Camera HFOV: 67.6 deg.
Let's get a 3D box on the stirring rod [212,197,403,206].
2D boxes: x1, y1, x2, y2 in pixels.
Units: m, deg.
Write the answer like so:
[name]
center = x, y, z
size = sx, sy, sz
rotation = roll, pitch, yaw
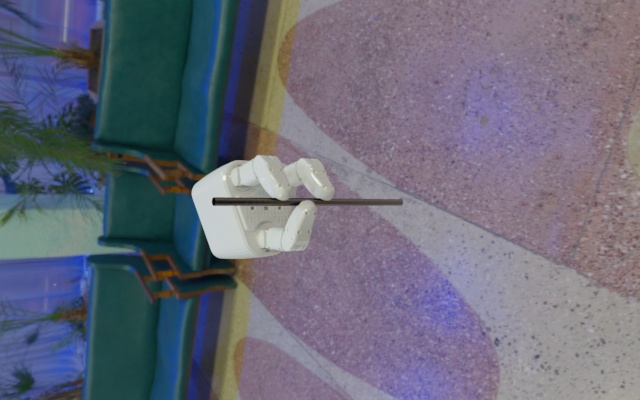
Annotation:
[stirring rod]
center = 0.000, 0.002, 0.501
size = 0.239, 0.011, 0.011
rotation = 0, 0, -37
